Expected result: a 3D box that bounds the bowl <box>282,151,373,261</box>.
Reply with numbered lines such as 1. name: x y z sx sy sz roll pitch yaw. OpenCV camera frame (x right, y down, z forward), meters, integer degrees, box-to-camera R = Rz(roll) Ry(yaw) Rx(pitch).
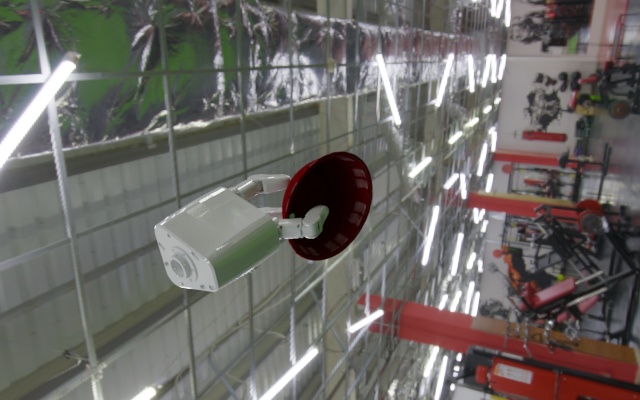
1. bowl: 0.001 0.002 0.686 0.162 0.162 0.055 0 18 -42
